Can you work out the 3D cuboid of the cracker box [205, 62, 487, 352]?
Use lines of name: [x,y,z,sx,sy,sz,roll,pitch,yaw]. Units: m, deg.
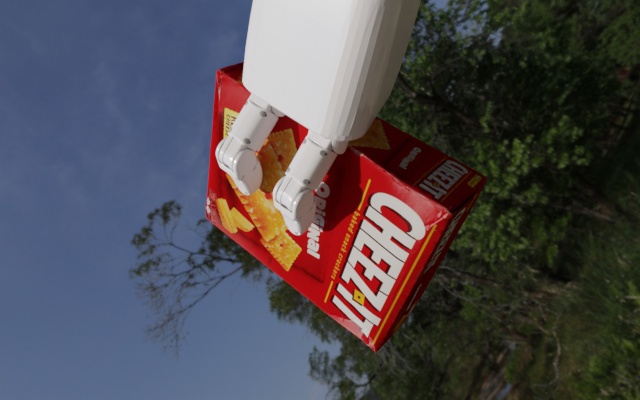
cracker box: [0.000,0.001,0.403,0.213,0.164,0.072,35,43,21]
